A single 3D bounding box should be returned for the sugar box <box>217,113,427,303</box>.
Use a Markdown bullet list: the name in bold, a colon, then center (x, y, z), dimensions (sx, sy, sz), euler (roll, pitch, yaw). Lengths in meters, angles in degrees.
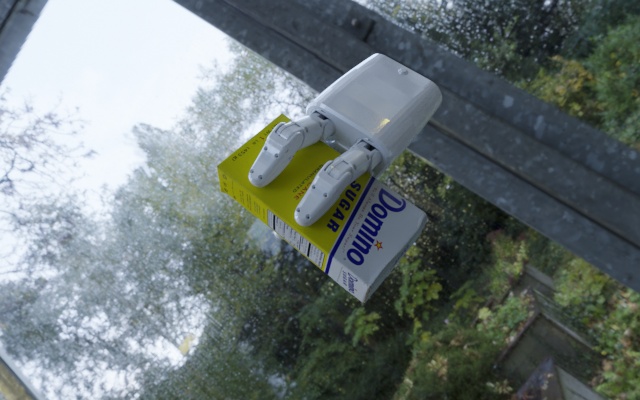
- **sugar box**: center (0.000, 0.001, 0.439), dimensions (0.176, 0.093, 0.048), euler (35, -29, 18)
